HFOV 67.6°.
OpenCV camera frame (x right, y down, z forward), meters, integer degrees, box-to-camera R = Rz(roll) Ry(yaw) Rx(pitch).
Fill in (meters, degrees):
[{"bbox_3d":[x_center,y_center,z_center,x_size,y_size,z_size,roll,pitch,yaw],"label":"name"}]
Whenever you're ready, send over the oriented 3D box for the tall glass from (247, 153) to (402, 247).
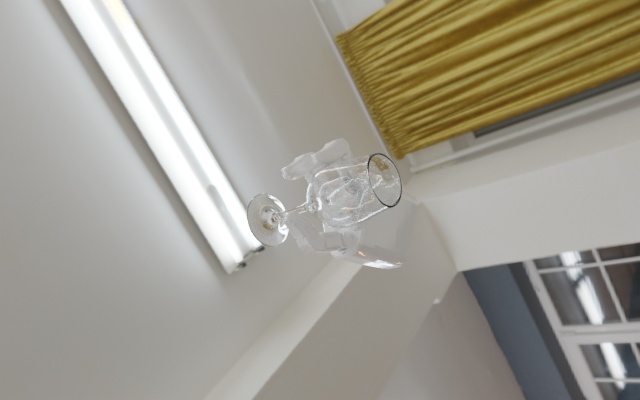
[{"bbox_3d":[-0.001,0.002,0.583,0.201,0.079,0.079,-19,-13,42],"label":"tall glass"}]
